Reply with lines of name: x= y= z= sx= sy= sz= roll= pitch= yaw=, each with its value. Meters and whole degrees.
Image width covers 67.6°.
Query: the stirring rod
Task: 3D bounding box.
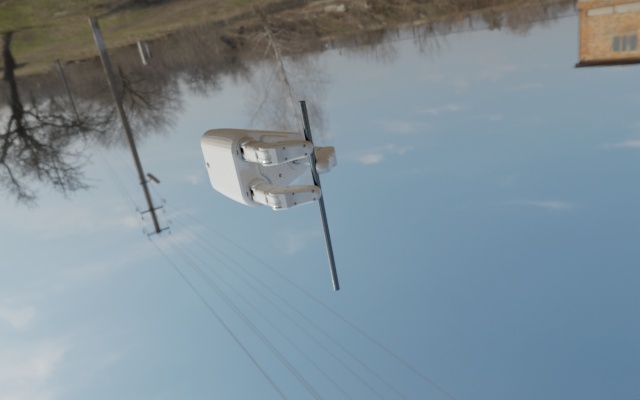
stirring rod: x=0.000 y=0.002 z=0.568 sx=0.011 sy=0.240 sz=0.011 roll=-9 pitch=20 yaw=3
